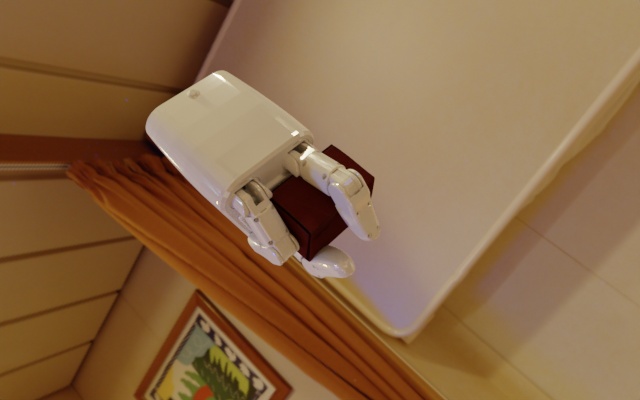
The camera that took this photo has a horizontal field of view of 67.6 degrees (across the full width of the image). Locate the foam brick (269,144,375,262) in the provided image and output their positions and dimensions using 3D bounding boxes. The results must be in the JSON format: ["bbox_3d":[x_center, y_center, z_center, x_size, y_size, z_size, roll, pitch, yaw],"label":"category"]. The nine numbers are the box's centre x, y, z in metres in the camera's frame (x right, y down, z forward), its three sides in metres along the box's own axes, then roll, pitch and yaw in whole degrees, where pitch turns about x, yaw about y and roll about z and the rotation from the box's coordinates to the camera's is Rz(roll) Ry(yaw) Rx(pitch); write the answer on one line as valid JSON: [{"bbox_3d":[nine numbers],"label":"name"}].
[{"bbox_3d":[0.000,0.001,0.404,0.078,0.051,0.053,-40,-23,-24],"label":"foam brick"}]
